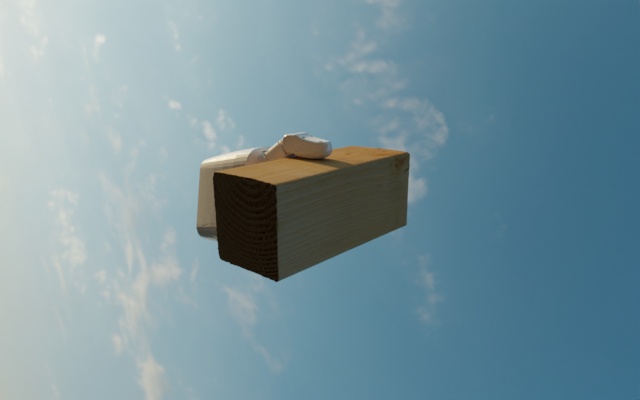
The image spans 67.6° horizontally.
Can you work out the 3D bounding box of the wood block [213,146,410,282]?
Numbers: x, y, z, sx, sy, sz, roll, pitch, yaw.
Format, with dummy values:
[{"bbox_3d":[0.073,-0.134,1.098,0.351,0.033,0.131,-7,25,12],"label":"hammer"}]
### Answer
[{"bbox_3d":[0.000,0.001,0.504,0.090,0.091,0.206,13,20,40],"label":"wood block"}]
